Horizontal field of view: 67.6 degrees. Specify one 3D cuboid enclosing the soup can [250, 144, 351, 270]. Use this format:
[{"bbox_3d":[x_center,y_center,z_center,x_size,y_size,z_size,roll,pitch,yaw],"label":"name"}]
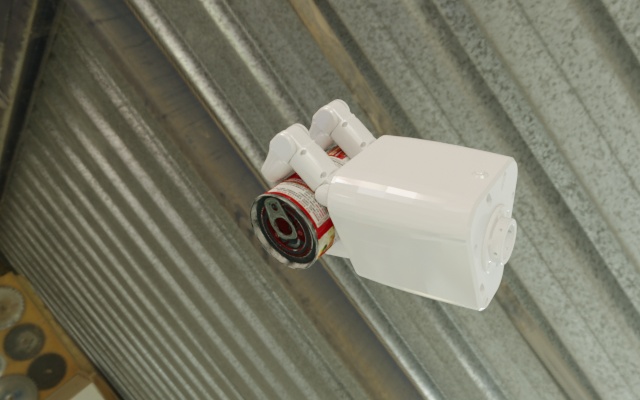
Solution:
[{"bbox_3d":[0.000,0.001,0.403,0.068,0.068,0.102,0,29,42],"label":"soup can"}]
